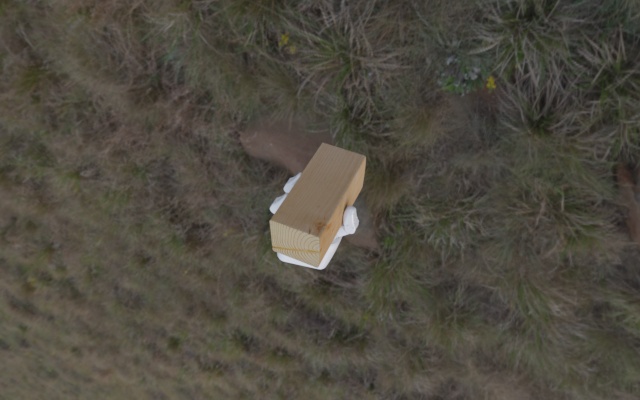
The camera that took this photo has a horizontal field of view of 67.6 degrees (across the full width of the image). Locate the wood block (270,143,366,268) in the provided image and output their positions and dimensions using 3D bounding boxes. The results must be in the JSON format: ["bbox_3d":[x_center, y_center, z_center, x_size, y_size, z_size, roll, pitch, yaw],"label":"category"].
[{"bbox_3d":[0.000,0.003,0.850,0.091,0.206,0.090,19,-39,15],"label":"wood block"}]
